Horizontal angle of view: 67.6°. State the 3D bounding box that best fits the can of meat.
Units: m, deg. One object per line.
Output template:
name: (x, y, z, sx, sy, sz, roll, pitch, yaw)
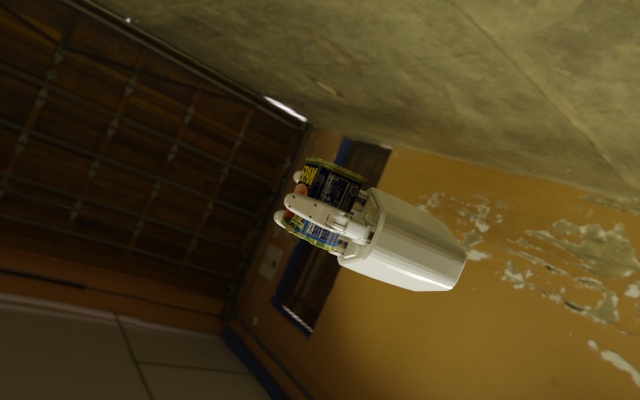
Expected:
can of meat: (0.000, 0.002, 0.527, 0.057, 0.084, 0.102, 23, 1, -15)
